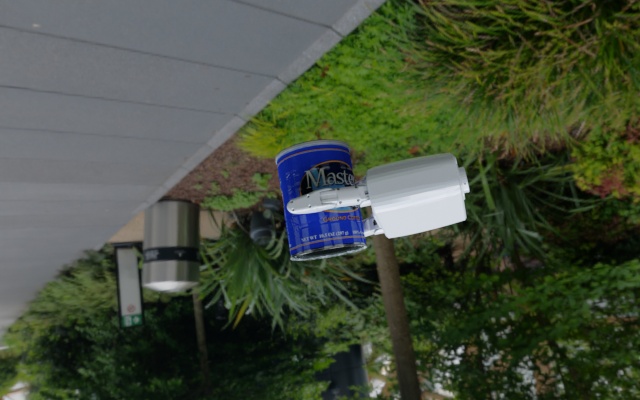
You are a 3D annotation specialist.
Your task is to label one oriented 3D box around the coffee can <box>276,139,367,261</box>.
[{"bbox_3d":[0.000,0.002,0.640,0.103,0.140,0.103,-9,-12,-2],"label":"coffee can"}]
